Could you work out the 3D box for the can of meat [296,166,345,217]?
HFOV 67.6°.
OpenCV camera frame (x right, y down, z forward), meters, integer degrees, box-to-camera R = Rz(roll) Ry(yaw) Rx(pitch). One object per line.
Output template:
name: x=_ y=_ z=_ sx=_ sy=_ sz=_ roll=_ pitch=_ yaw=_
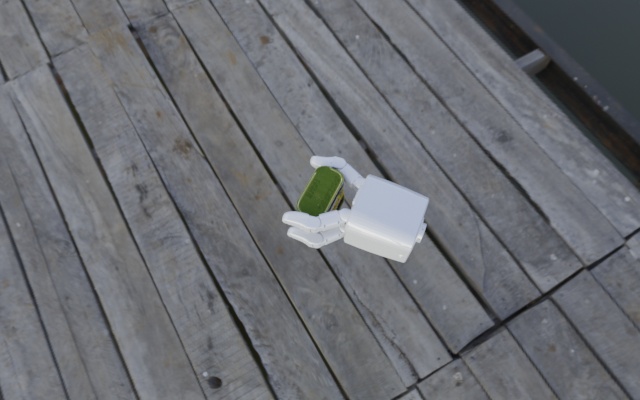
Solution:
can of meat: x=0.000 y=0.002 z=0.792 sx=0.057 sy=0.102 sz=0.084 roll=25 pitch=-20 yaw=10
